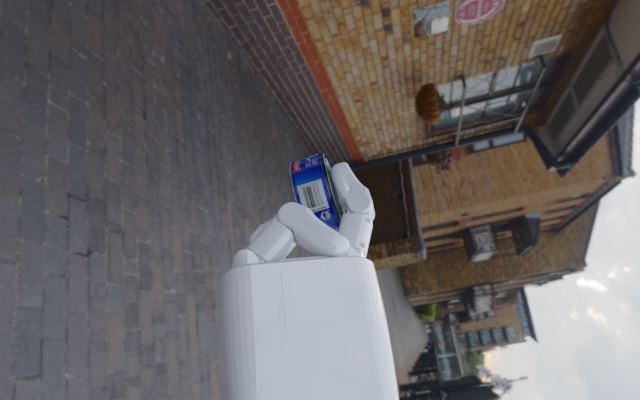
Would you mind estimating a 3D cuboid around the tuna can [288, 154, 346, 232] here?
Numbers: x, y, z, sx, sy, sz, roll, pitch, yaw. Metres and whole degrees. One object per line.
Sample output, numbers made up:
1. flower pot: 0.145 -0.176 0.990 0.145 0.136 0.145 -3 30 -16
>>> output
1. tuna can: 0.001 0.001 0.434 0.034 0.086 0.086 -17 -2 6
